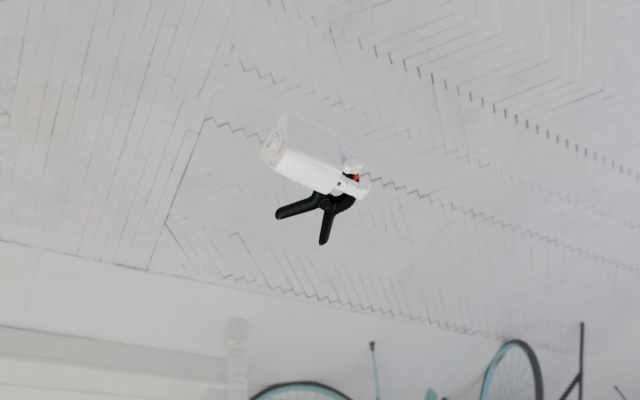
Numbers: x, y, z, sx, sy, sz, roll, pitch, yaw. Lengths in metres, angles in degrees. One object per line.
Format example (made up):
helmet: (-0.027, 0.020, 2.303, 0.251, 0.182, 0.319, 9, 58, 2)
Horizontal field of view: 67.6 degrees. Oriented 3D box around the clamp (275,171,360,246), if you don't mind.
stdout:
clamp: (0.000, 0.003, 0.869, 0.120, 0.171, 0.039, 22, 28, -27)
